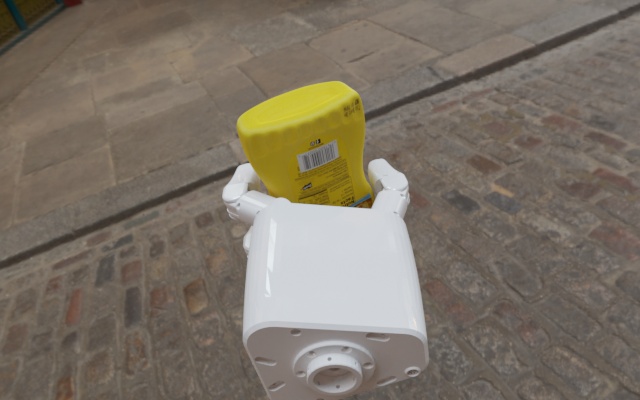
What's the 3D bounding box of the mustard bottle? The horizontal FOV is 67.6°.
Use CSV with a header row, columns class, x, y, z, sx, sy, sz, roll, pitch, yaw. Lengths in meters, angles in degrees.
class,x,y,z,sx,sy,sz,roll,pitch,yaw
mustard bottle,0.000,0.001,0.415,0.096,0.192,0.058,-24,38,-13
